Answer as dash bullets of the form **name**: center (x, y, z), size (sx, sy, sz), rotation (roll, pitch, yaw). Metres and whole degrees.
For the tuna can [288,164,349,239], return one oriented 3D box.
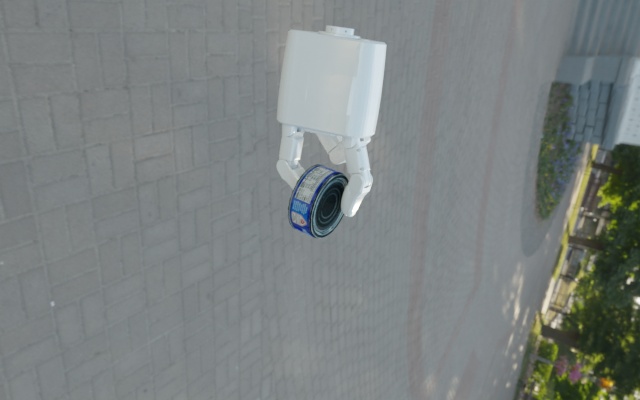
- **tuna can**: center (0.001, 0.002, 0.576), size (0.033, 0.086, 0.086), rotation (23, 11, 29)
